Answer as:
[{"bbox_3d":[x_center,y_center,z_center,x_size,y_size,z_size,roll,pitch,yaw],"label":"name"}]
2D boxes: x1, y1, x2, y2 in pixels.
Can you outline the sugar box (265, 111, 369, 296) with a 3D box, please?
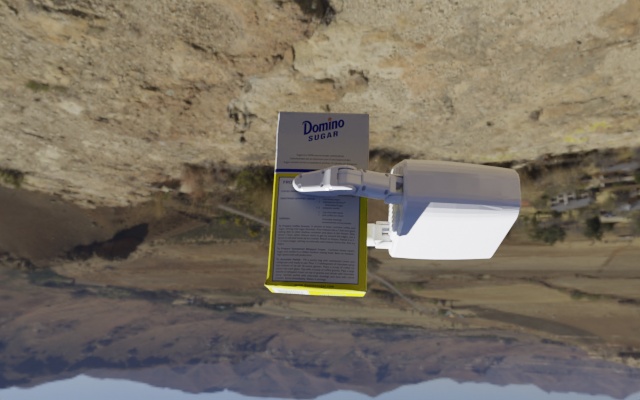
[{"bbox_3d":[0.000,0.002,0.468,0.093,0.176,0.048,3,-18,3],"label":"sugar box"}]
